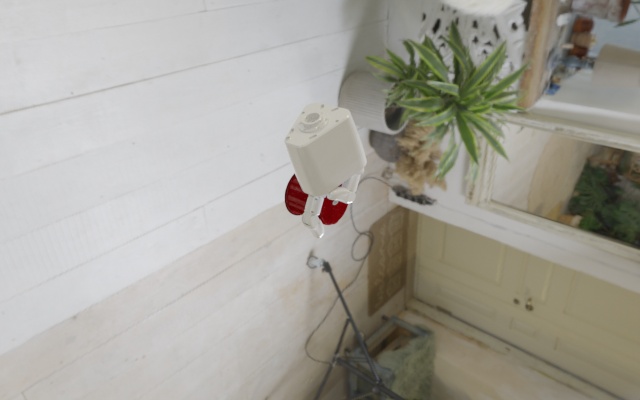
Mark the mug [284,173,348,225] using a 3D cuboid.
[{"bbox_3d":[0.001,0.004,0.860,0.081,0.117,0.093,21,58,37],"label":"mug"}]
